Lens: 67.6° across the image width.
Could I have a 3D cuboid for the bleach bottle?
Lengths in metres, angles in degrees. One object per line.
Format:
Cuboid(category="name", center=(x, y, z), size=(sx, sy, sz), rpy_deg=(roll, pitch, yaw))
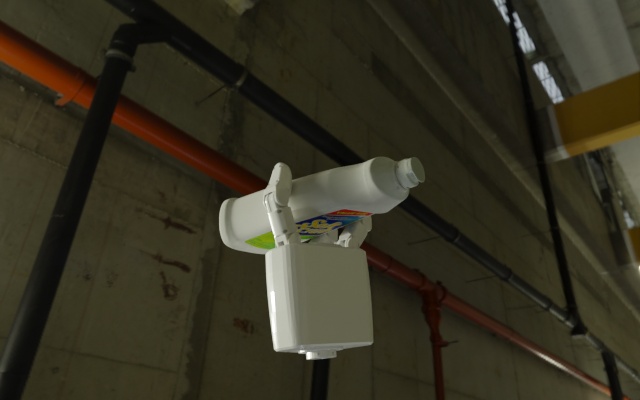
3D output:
Cuboid(category="bleach bottle", center=(0.000, 0.002, 0.562), size=(0.251, 0.068, 0.102), rpy_deg=(-21, -26, 35))
